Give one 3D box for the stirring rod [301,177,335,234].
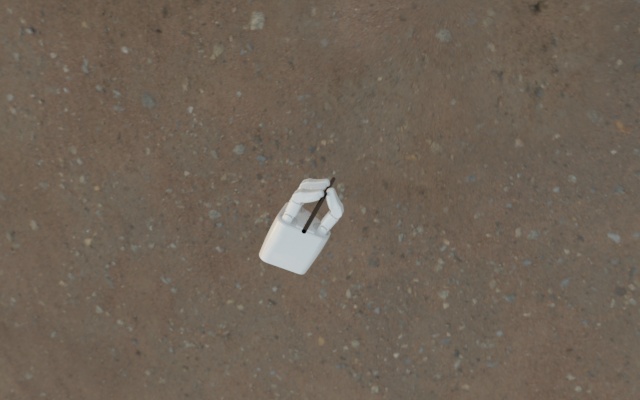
[{"bbox_3d":[0.000,0.003,0.876,0.011,0.011,0.239,0,23,14],"label":"stirring rod"}]
